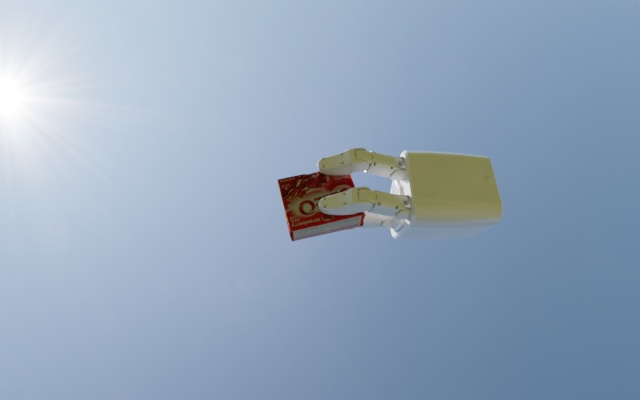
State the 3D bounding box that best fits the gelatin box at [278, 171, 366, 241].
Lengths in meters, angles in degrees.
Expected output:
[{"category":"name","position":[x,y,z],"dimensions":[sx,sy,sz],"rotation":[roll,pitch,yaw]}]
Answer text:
[{"category":"gelatin box","position":[0.000,0.002,0.562],"dimensions":[0.089,0.073,0.030],"rotation":[-12,-31,-7]}]
